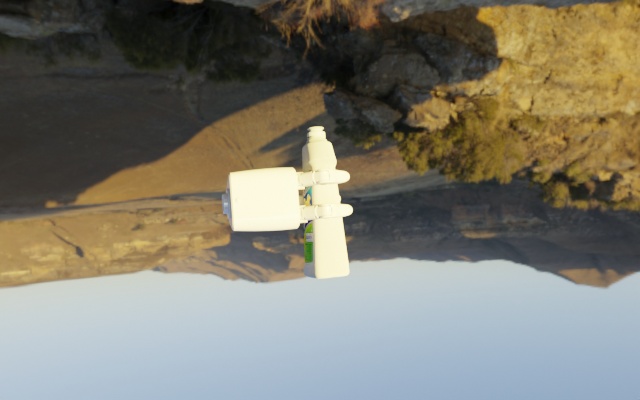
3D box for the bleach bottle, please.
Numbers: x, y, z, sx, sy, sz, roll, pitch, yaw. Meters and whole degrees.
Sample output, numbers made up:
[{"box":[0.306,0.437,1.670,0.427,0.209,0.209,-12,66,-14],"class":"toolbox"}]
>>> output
[{"box":[0.000,0.003,0.813,0.068,0.251,0.102,-4,-5,-15],"class":"bleach bottle"}]
